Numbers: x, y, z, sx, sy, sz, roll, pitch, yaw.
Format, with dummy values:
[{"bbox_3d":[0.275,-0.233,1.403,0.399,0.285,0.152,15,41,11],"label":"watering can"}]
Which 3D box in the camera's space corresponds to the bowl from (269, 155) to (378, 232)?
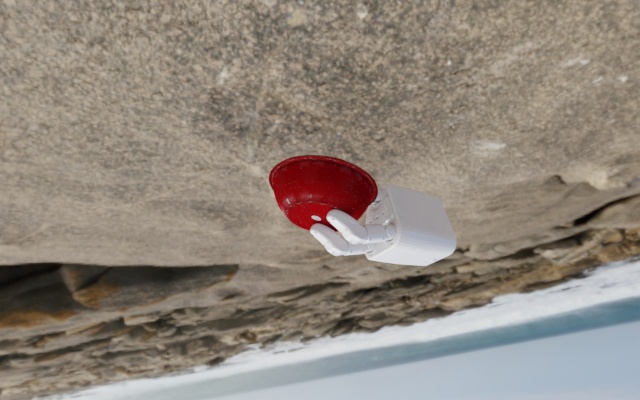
[{"bbox_3d":[-0.001,0.002,0.688,0.162,0.055,0.162,7,-29,4],"label":"bowl"}]
